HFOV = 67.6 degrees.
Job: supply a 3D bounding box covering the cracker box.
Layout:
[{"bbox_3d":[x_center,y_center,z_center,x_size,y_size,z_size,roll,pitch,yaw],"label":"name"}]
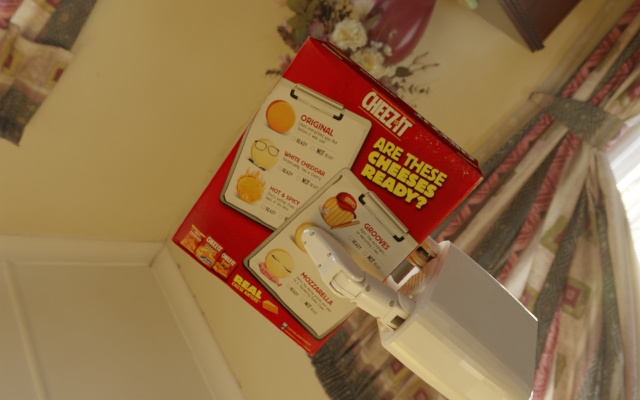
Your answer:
[{"bbox_3d":[0.000,0.002,0.407,0.164,0.214,0.072,39,21,1],"label":"cracker box"}]
